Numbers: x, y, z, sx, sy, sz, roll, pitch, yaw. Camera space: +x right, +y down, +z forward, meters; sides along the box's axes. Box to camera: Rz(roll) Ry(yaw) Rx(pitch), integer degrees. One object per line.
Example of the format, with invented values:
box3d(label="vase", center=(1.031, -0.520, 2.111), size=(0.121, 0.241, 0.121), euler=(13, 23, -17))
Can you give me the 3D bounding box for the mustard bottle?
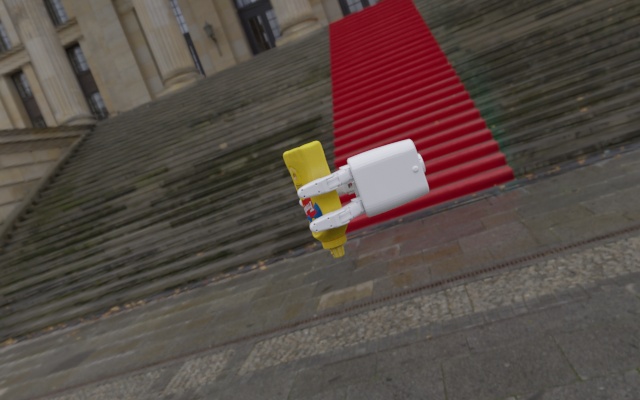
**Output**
box3d(label="mustard bottle", center=(0.000, 0.002, 0.779), size=(0.058, 0.191, 0.096), euler=(-23, 8, -21))
